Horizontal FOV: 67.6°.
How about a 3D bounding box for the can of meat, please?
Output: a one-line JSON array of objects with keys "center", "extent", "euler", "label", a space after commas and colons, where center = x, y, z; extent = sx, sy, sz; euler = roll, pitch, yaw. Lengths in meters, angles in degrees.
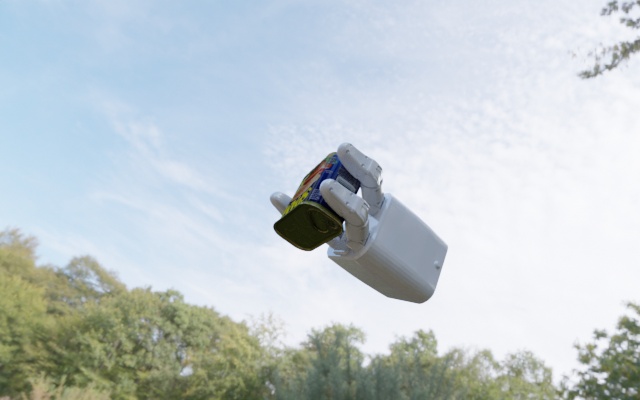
[{"center": [0.000, 0.002, 0.557], "extent": [0.057, 0.084, 0.102], "euler": [36, -34, -12], "label": "can of meat"}]
